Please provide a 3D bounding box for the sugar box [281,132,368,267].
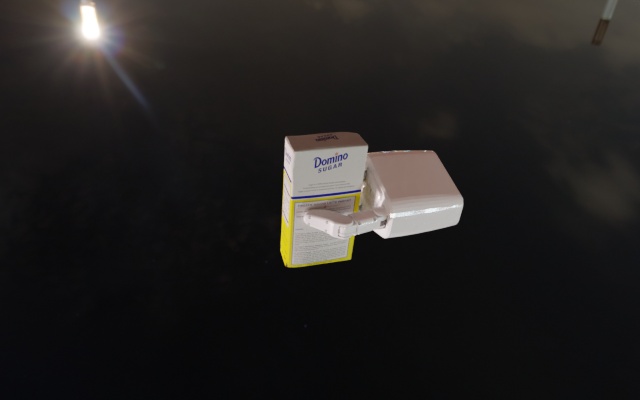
[{"bbox_3d":[0.000,0.002,0.602,0.093,0.176,0.048,-6,34,-17],"label":"sugar box"}]
